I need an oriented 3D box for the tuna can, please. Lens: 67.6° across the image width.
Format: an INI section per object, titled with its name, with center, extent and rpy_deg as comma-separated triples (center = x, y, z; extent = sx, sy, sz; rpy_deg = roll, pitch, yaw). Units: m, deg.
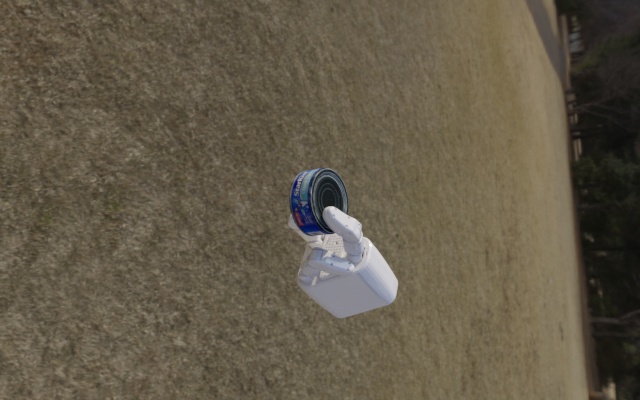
[tuna can]
center = 0.001, 0.002, 0.608
extent = 0.034, 0.086, 0.086
rpy_deg = -7, -4, 36
